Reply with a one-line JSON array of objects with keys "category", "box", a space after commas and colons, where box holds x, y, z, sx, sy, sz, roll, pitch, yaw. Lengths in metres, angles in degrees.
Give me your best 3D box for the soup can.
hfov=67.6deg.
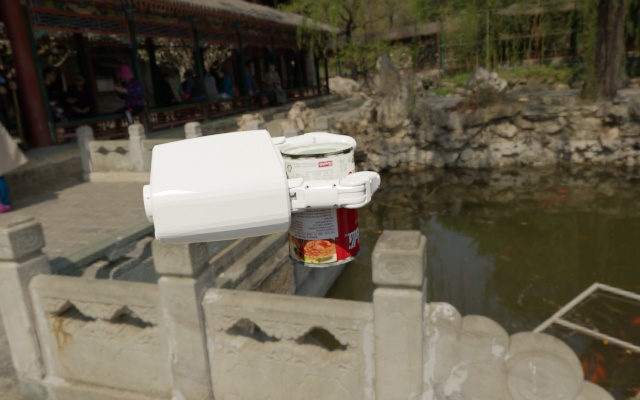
[{"category": "soup can", "box": [0.001, 0.001, 0.442, 0.068, 0.102, 0.068, -4, 15, 1]}]
